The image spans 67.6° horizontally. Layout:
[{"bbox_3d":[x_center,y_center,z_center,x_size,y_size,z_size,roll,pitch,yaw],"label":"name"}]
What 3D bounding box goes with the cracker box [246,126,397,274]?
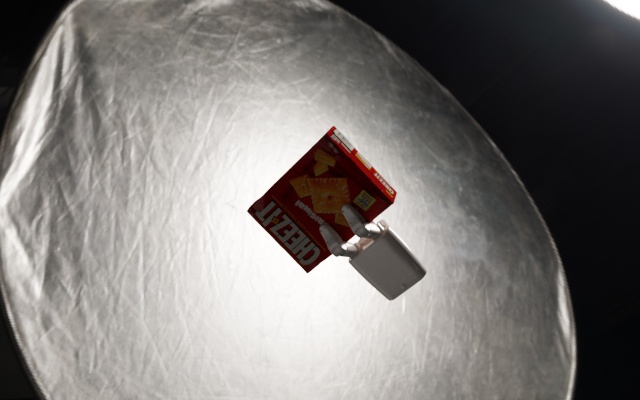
[{"bbox_3d":[0.000,0.003,0.841,0.214,0.164,0.072,-42,4,22],"label":"cracker box"}]
